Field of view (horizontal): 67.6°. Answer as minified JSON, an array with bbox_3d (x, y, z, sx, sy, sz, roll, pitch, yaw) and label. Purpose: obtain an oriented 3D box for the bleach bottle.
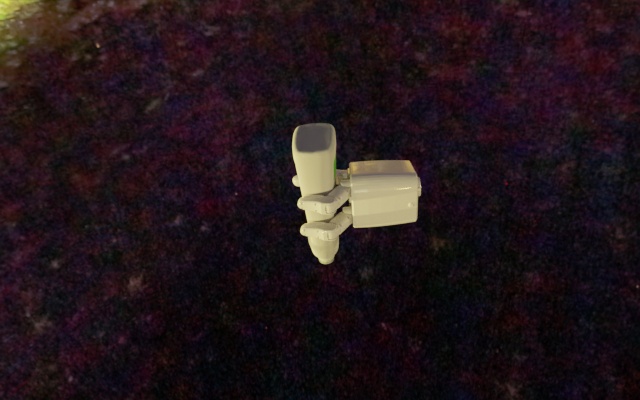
[{"bbox_3d":[0.000,0.003,0.812,0.068,0.251,0.102,-3,37,4],"label":"bleach bottle"}]
